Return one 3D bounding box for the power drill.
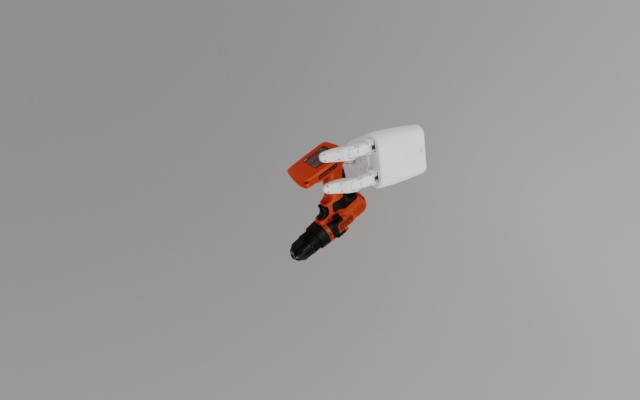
[{"bbox_3d":[0.000,0.002,0.863,0.184,0.188,0.057,-41,50,-23],"label":"power drill"}]
